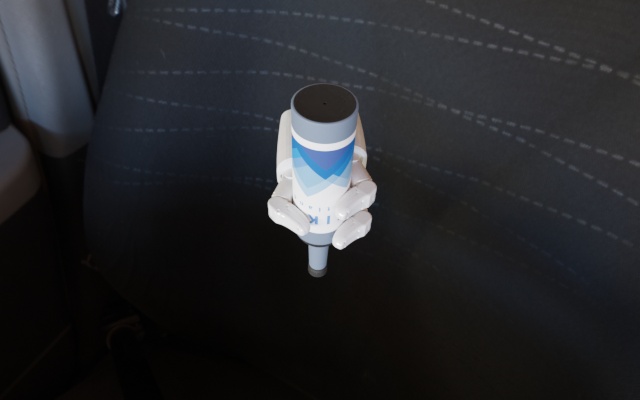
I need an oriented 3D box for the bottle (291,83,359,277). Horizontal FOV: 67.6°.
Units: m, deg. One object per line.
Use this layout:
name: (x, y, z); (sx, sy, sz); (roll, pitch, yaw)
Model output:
bottle: (0.000, 0.002, 0.575); (0.069, 0.069, 0.296); (0, -41, -2)
